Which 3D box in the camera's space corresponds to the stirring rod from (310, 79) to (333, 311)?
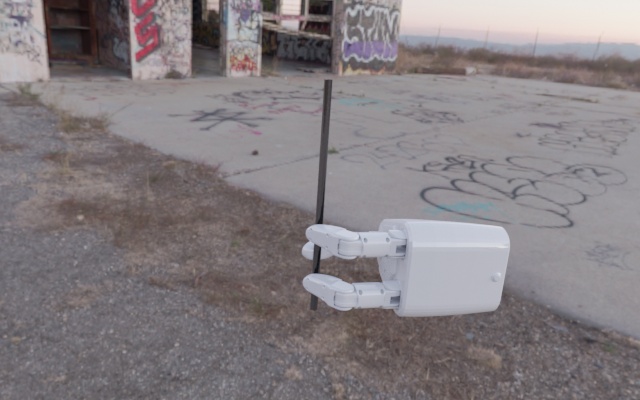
[{"bbox_3d":[0.000,0.002,0.483,0.011,0.239,0.011,3,16,-1],"label":"stirring rod"}]
